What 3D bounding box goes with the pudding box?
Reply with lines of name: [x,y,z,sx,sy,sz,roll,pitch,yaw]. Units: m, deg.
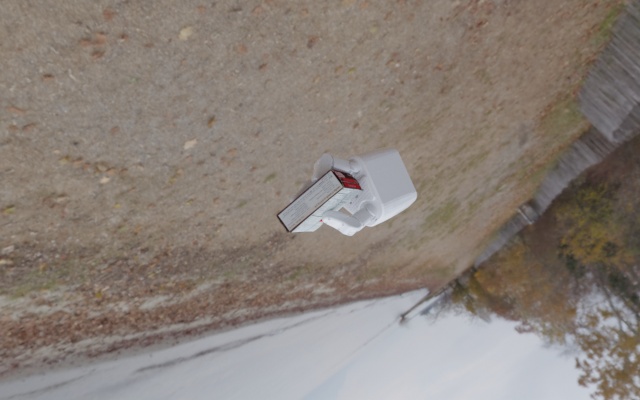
pudding box: [0.000,0.002,0.721,0.113,0.039,0.090,-42,-16,15]
